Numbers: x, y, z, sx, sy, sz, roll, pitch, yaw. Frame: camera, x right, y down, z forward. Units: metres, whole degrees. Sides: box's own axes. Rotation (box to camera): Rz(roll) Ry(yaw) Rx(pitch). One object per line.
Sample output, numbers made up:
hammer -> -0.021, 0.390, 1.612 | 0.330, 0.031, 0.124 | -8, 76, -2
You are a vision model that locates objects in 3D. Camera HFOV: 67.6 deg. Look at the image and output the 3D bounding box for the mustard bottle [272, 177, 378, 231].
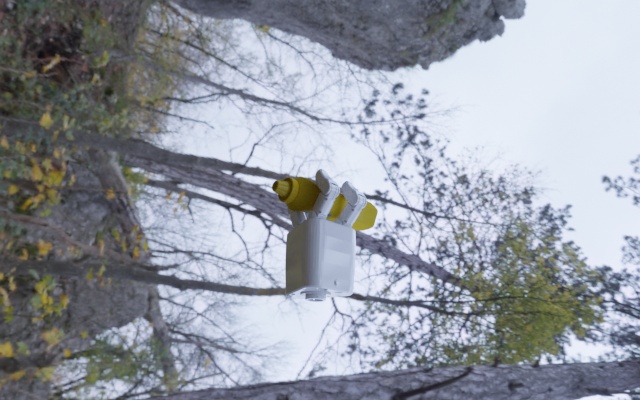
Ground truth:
mustard bottle -> 0.000, 0.002, 0.807 | 0.192, 0.058, 0.096 | 19, -3, -37
